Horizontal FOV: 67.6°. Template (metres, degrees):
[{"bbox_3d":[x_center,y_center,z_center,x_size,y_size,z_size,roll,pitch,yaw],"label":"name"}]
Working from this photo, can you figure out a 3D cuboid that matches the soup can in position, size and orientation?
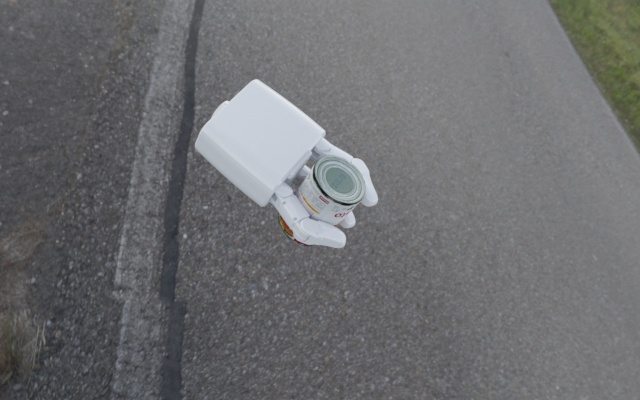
[{"bbox_3d":[0.001,0.002,0.563,0.068,0.068,0.102,0,-32,-31],"label":"soup can"}]
